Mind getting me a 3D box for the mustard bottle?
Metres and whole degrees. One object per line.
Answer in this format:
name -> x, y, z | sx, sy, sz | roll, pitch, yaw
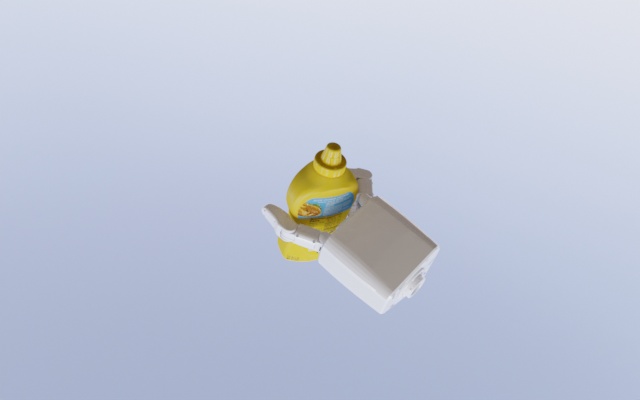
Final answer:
mustard bottle -> 0.000, 0.002, 0.637 | 0.096, 0.058, 0.192 | -9, -40, -22
